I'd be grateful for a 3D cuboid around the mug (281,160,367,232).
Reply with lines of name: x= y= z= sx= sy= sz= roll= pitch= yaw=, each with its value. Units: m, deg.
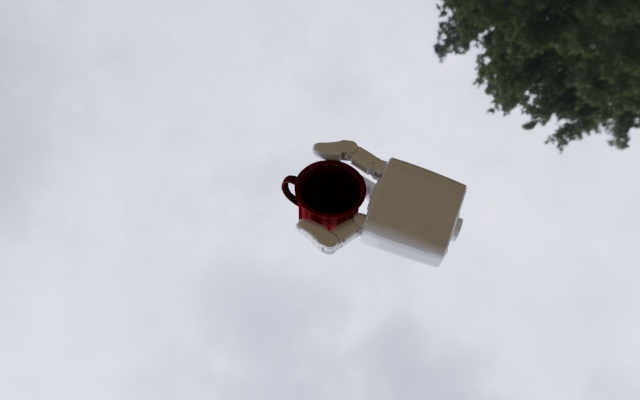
mug: x=-0.001 y=0.002 z=0.645 sx=0.117 sy=0.093 sz=0.082 roll=20 pitch=-33 yaw=11
